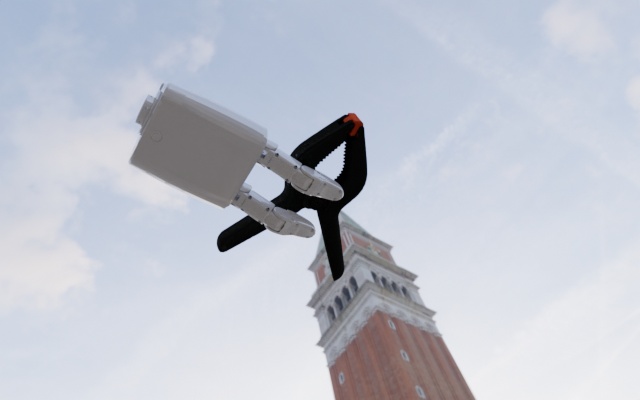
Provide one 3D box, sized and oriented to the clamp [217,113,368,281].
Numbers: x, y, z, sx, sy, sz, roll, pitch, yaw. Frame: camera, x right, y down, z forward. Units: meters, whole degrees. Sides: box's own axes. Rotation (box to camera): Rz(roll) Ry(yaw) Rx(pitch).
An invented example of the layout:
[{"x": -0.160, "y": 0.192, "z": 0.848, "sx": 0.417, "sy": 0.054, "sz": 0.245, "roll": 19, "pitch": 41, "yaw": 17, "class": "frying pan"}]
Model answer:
[{"x": 0.000, "y": 0.001, "z": 0.547, "sx": 0.164, "sy": 0.210, "sz": 0.036, "roll": 25, "pitch": 21, "yaw": -27, "class": "clamp"}]
